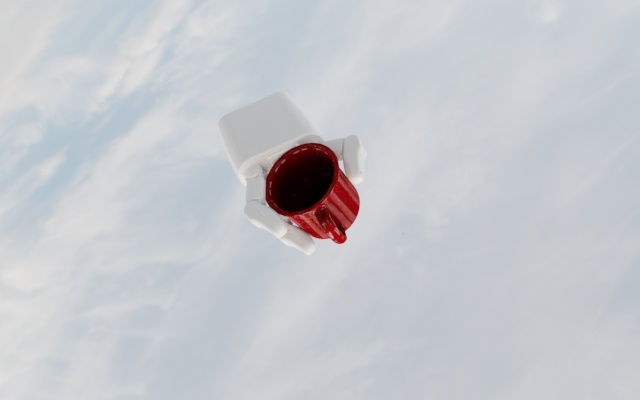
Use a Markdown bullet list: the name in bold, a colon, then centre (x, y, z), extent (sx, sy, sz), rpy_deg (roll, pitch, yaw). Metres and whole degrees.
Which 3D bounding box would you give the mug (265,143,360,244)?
- **mug**: centre (0.001, 0.003, 0.546), extent (0.093, 0.117, 0.081), rpy_deg (-36, -39, 6)
